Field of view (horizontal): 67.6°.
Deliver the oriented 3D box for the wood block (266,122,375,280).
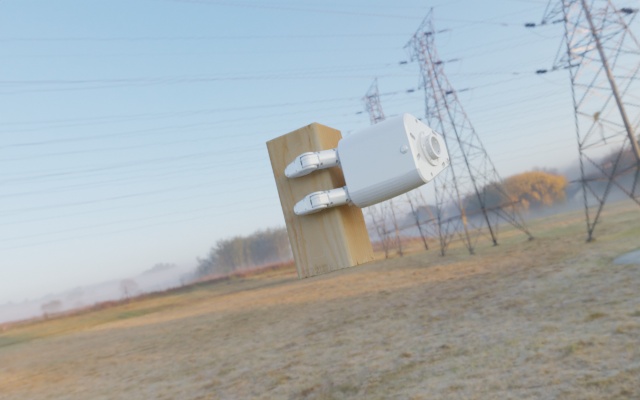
[{"bbox_3d":[0.001,0.002,0.707,0.090,0.206,0.091,-18,-9,26],"label":"wood block"}]
